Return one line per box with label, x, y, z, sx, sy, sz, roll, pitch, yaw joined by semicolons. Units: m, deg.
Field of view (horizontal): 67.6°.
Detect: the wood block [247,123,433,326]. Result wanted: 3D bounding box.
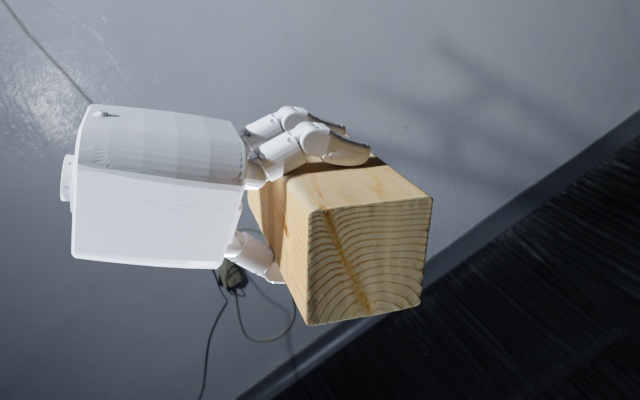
wood block;0.000;0.002;0.408;0.090;0.091;0.206;-6;26;-17
